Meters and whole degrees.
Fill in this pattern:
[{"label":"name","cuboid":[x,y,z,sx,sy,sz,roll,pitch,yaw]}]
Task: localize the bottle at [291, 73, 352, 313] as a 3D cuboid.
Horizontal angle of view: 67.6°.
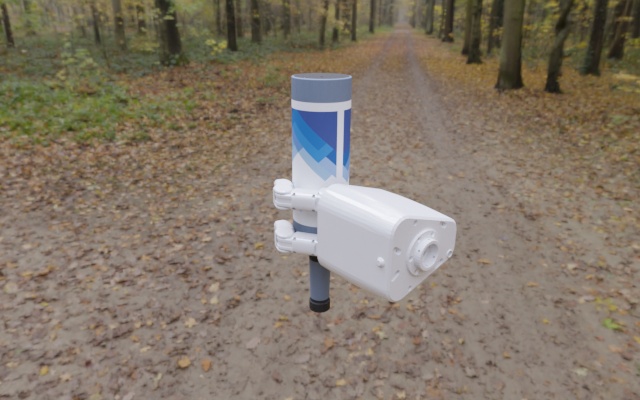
[{"label":"bottle","cuboid":[0.000,0.002,0.573,0.069,0.296,0.069,0,21,0]}]
